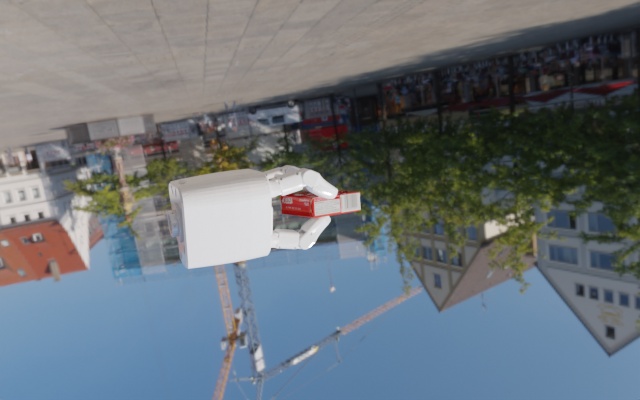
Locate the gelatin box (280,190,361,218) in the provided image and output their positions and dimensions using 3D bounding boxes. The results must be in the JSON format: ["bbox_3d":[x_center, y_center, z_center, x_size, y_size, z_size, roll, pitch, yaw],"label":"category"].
[{"bbox_3d":[0.000,0.003,0.670,0.089,0.030,0.073,-7,8,-38],"label":"gelatin box"}]
